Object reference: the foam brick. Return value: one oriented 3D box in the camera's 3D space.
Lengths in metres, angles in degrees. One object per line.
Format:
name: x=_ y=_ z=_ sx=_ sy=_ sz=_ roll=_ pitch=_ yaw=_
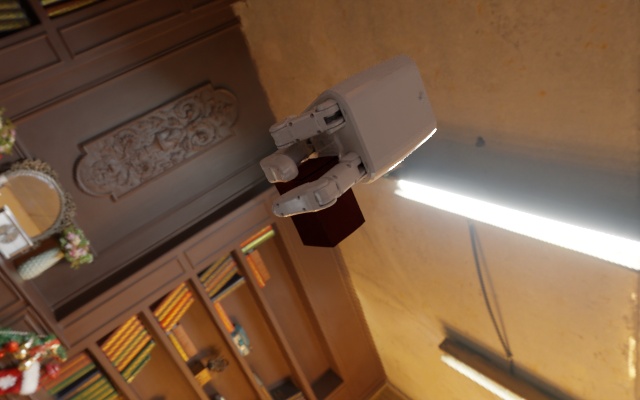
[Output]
foam brick: x=0.000 y=0.002 z=0.484 sx=0.051 sy=0.078 sz=0.053 roll=-35 pitch=21 yaw=-32
